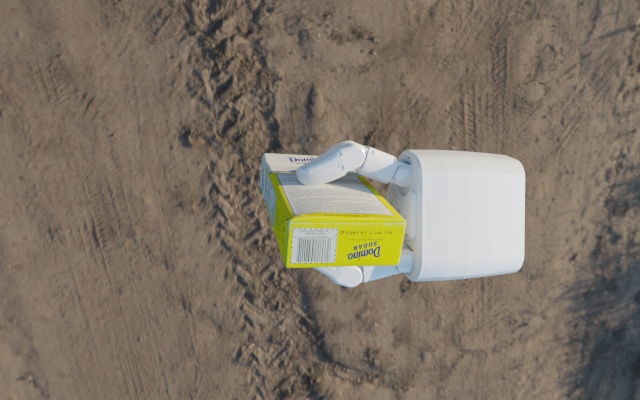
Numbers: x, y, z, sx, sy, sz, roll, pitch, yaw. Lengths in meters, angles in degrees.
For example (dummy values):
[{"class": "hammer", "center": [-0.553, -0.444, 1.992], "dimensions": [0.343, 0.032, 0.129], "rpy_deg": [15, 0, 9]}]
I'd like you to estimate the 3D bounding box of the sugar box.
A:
[{"class": "sugar box", "center": [0.000, 0.002, 0.433], "dimensions": [0.093, 0.048, 0.176], "rpy_deg": [2, 18, -13]}]
